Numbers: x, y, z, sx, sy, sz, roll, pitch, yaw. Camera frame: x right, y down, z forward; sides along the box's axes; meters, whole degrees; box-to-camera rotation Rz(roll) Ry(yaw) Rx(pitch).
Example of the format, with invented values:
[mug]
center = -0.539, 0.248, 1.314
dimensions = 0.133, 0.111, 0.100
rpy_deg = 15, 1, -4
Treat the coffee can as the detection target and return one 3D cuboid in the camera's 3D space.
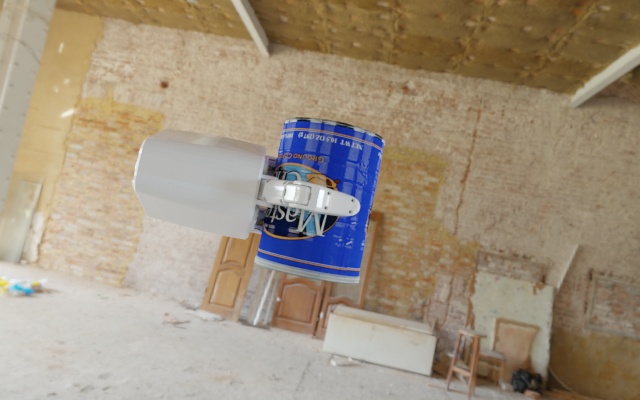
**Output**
[coffee can]
center = 0.000, 0.002, 0.466
dimensions = 0.103, 0.140, 0.103
rpy_deg = 11, -3, 1
